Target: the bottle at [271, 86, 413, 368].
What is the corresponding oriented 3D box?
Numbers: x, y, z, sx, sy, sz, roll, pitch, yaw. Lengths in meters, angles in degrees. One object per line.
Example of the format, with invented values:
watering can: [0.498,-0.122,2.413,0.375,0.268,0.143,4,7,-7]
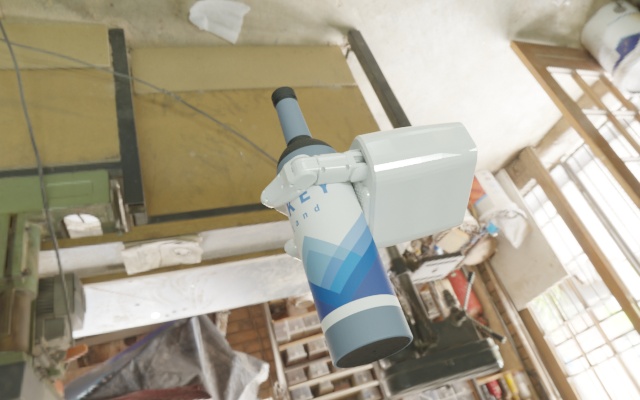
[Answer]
bottle: [0.000,0.002,0.451,0.069,0.295,0.069,-14,-32,-9]
